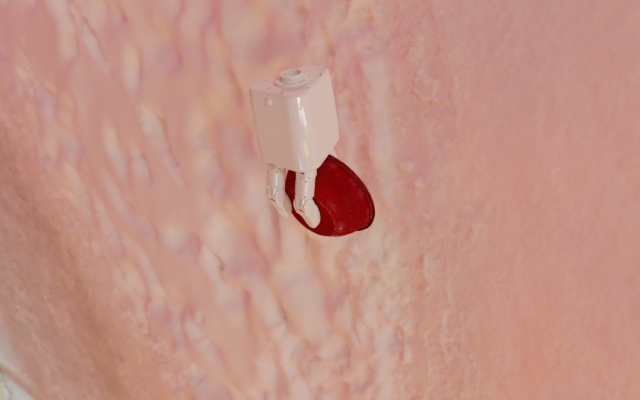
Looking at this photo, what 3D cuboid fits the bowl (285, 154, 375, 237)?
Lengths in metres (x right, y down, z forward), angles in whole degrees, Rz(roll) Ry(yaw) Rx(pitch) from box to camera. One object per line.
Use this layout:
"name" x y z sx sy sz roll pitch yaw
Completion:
"bowl" 0.000 0.004 0.719 0.162 0.162 0.055 0 40 49
